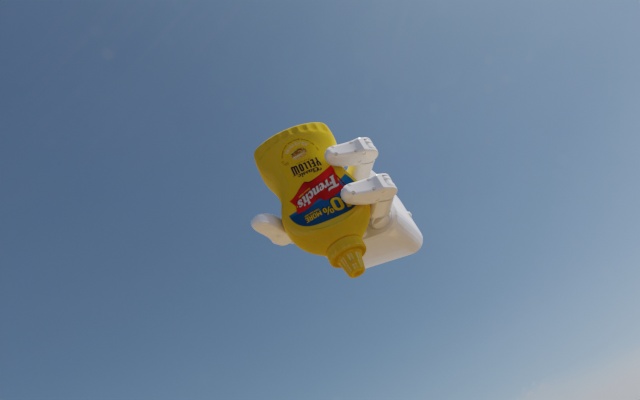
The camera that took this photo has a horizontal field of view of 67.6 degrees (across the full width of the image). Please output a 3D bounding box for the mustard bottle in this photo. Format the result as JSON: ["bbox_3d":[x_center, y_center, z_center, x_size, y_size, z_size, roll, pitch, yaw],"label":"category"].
[{"bbox_3d":[0.000,0.001,0.525,0.096,0.191,0.058,-22,-33,-8],"label":"mustard bottle"}]
